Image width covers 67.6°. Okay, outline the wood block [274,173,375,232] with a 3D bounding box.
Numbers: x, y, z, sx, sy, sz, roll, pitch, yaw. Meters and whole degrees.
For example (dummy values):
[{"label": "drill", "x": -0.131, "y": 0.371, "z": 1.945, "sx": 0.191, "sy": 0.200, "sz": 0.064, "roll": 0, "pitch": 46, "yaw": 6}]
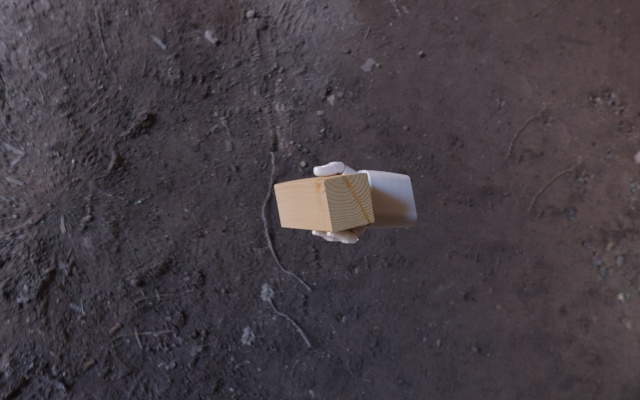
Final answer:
[{"label": "wood block", "x": 0.001, "y": 0.003, "z": 0.891, "sx": 0.090, "sy": 0.091, "sz": 0.206, "roll": -12, "pitch": 5, "yaw": -28}]
